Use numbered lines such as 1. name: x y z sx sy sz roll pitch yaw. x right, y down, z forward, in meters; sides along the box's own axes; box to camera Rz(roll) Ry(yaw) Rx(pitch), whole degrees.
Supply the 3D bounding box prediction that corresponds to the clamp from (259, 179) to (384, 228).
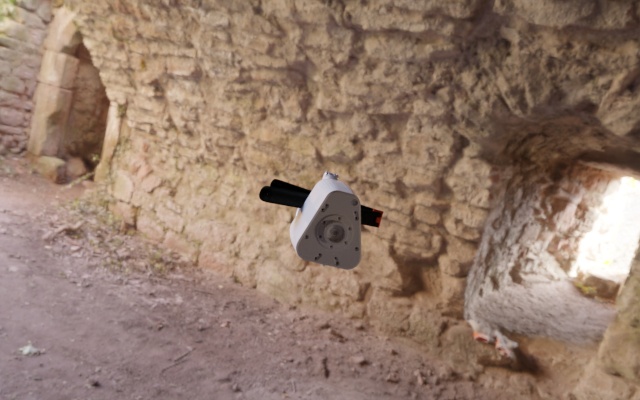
1. clamp: 0.001 0.002 0.810 0.210 0.036 0.164 14 8 -8
